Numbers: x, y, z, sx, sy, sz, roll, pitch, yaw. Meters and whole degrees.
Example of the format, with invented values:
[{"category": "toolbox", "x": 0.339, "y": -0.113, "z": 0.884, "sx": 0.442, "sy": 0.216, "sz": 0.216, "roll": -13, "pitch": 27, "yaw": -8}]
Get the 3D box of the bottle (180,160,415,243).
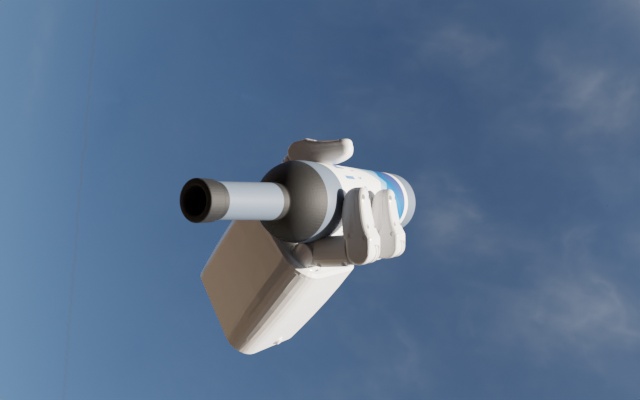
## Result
[{"category": "bottle", "x": 0.000, "y": 0.001, "z": 0.413, "sx": 0.069, "sy": 0.069, "sz": 0.296, "roll": 0, "pitch": -1, "yaw": 31}]
